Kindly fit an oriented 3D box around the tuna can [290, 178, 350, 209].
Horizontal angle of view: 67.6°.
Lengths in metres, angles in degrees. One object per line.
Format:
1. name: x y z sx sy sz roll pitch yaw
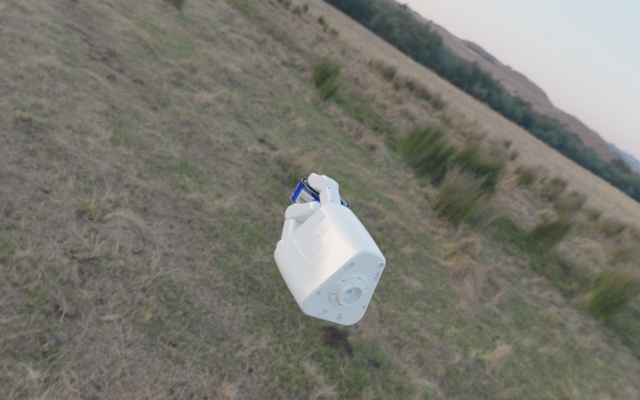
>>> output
1. tuna can: 0.000 0.002 0.708 0.086 0.034 0.086 28 14 -8
